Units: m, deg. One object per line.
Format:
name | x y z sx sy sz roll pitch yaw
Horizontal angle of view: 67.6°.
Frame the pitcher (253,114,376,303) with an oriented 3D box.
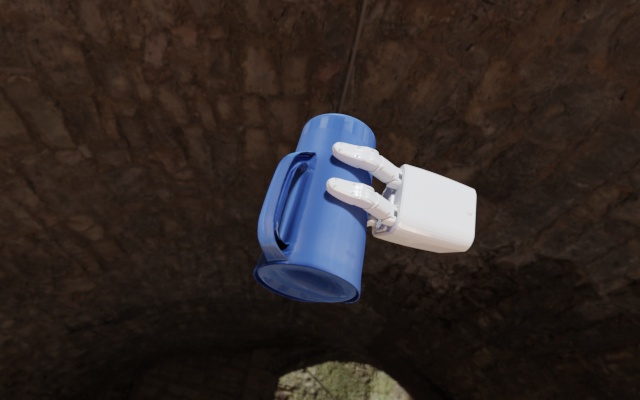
pitcher | 0.000 0.002 0.629 0.145 0.242 0.149 16 -29 -7
